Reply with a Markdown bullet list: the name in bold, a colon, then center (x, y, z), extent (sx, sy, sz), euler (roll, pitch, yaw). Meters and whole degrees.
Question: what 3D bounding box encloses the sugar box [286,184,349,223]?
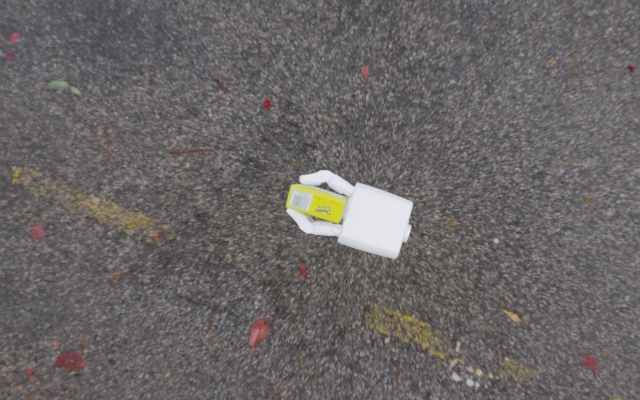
- **sugar box**: center (0.000, 0.003, 0.847), extent (0.093, 0.048, 0.176), euler (18, 1, 5)
